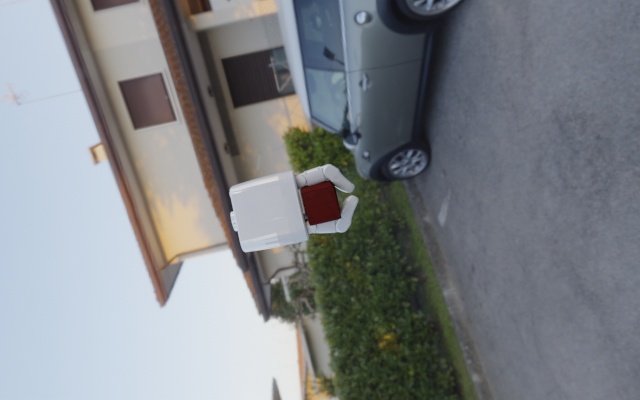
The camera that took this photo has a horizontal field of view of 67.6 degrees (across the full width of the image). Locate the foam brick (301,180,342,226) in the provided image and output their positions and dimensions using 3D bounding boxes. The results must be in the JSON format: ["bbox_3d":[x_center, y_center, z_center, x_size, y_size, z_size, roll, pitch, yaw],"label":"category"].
[{"bbox_3d":[0.000,0.002,0.742,0.051,0.053,0.078,-13,9,-1],"label":"foam brick"}]
